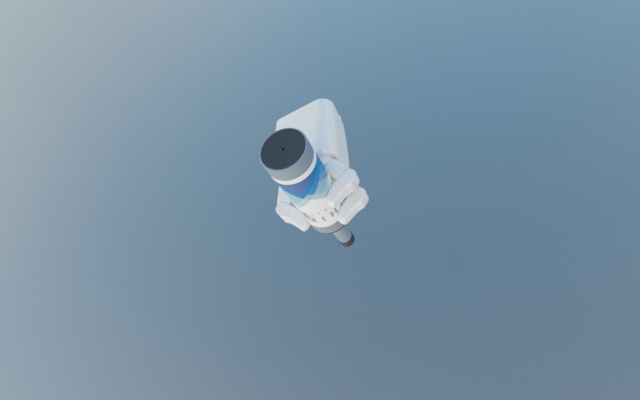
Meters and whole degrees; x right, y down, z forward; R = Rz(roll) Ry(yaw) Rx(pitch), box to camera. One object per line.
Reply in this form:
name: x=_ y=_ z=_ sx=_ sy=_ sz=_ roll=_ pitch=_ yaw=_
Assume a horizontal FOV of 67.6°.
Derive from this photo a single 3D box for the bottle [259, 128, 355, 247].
bottle: x=0.000 y=0.002 z=0.723 sx=0.069 sy=0.069 sz=0.296 roll=0 pitch=-27 yaw=21
